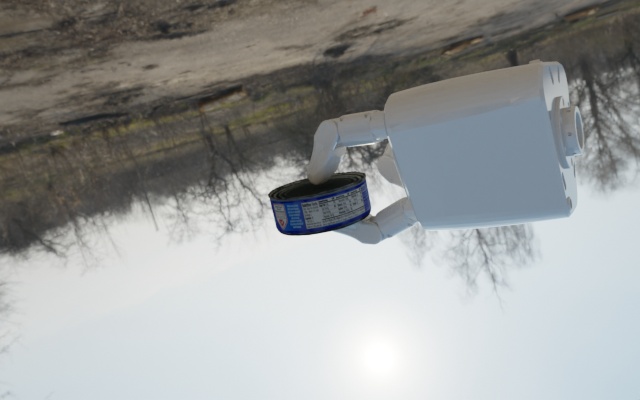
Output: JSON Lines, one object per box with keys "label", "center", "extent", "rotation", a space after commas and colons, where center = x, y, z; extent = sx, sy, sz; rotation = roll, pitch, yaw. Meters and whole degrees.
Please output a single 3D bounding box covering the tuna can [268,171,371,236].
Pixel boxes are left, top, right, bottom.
{"label": "tuna can", "center": [0.000, 0.002, 0.412], "extent": [0.086, 0.034, 0.086], "rotation": [-11, 12, 2]}
